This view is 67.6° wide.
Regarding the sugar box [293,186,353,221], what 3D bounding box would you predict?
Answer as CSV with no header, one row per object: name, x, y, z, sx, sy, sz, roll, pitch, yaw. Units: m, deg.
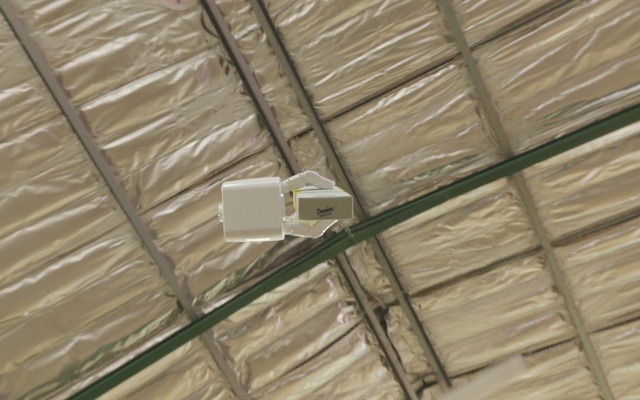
sugar box,0.000,0.003,0.869,0.093,0.048,0.176,-2,10,-5
